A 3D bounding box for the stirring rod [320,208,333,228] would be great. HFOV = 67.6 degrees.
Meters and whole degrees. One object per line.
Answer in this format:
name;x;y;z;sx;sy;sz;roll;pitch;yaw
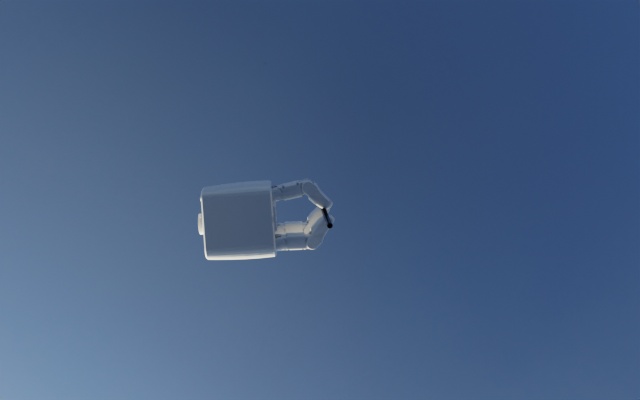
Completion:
stirring rod;0.000;0.003;0.786;0.011;0.011;0.239;0;16;-7
